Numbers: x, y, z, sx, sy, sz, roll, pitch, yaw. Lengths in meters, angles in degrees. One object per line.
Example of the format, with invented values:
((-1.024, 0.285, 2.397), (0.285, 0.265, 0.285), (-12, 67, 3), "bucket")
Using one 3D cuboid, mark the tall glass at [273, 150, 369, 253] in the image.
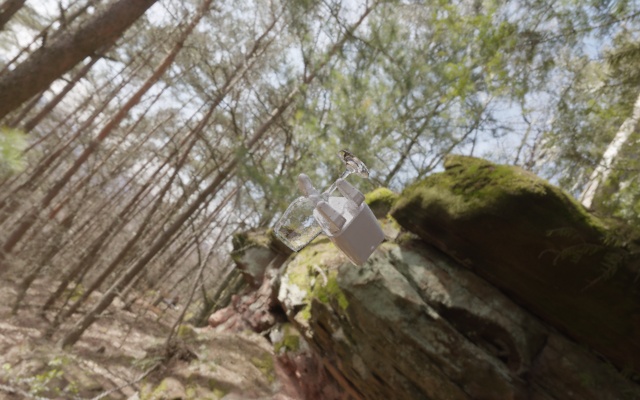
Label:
((0.000, 0.002, 0.889), (0.079, 0.201, 0.079), (39, -13, 11), "tall glass")
